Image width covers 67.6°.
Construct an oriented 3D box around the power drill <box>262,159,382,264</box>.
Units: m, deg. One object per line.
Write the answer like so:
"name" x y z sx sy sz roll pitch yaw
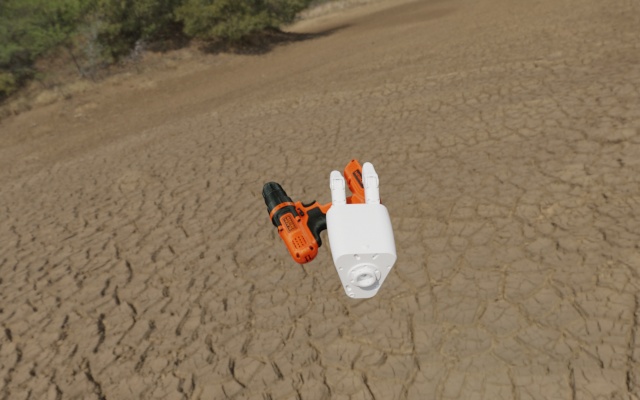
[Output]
"power drill" 0.001 0.003 0.853 0.187 0.184 0.057 -29 -34 -3
